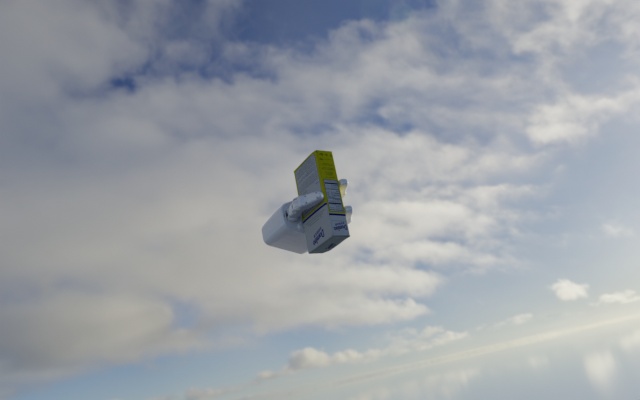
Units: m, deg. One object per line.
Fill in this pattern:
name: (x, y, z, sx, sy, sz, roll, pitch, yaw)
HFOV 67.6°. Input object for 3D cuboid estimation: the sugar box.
sugar box: (0.001, 0.003, 0.898, 0.048, 0.176, 0.093, 1, -25, -32)
